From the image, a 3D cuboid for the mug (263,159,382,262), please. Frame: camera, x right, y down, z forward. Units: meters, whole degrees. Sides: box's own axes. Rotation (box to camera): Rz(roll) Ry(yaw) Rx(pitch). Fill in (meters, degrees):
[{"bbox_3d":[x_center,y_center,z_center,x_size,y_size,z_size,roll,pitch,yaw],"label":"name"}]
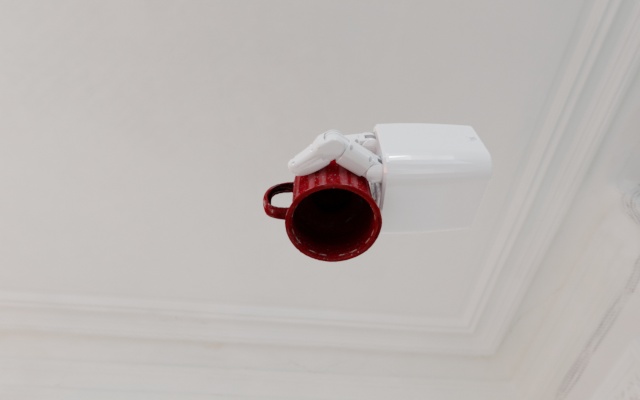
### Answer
[{"bbox_3d":[-0.001,0.002,0.489,0.117,0.093,0.081,0,33,-1],"label":"mug"}]
